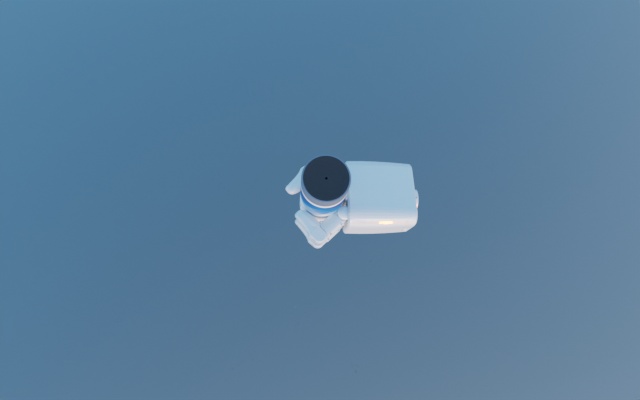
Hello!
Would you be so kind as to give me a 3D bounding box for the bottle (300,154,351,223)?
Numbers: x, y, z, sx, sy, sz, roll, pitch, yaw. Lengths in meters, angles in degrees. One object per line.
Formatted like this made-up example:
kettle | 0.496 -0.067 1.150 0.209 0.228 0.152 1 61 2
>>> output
bottle | 0.000 0.002 0.771 0.069 0.069 0.296 0 -13 -3
